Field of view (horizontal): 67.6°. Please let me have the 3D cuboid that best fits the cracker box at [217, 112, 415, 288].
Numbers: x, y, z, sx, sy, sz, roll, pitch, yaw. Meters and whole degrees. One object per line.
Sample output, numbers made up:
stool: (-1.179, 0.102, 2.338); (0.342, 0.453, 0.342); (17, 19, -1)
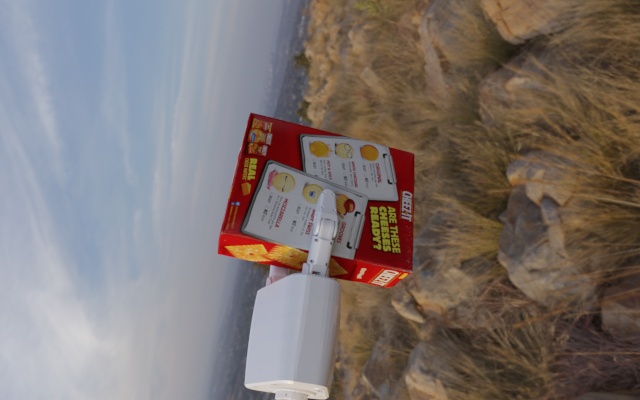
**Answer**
cracker box: (0.000, 0.002, 0.572); (0.214, 0.164, 0.072); (13, -29, -10)
